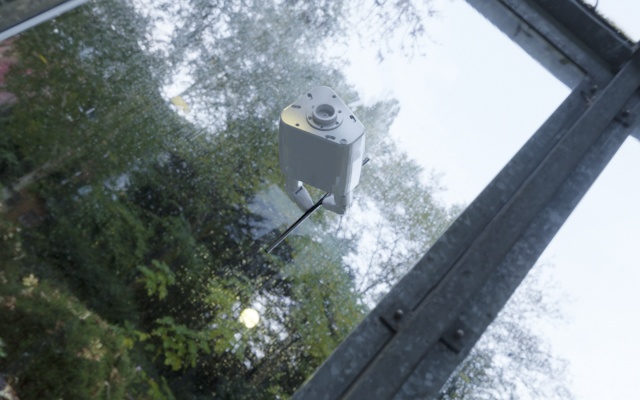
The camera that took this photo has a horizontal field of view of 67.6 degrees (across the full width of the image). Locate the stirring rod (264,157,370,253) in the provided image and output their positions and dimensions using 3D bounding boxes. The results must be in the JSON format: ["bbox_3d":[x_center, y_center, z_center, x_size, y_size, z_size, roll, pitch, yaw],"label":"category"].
[{"bbox_3d":[0.000,0.003,0.756,0.239,0.011,0.011,-42,21,-26],"label":"stirring rod"}]
